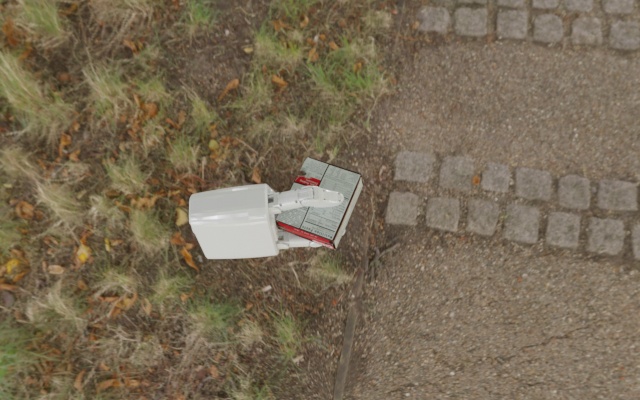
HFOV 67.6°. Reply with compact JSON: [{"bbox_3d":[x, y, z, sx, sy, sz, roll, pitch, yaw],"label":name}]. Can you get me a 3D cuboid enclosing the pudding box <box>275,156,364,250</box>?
[{"bbox_3d":[0.000,0.002,0.672,0.090,0.113,0.039,20,-19,14],"label":"pudding box"}]
